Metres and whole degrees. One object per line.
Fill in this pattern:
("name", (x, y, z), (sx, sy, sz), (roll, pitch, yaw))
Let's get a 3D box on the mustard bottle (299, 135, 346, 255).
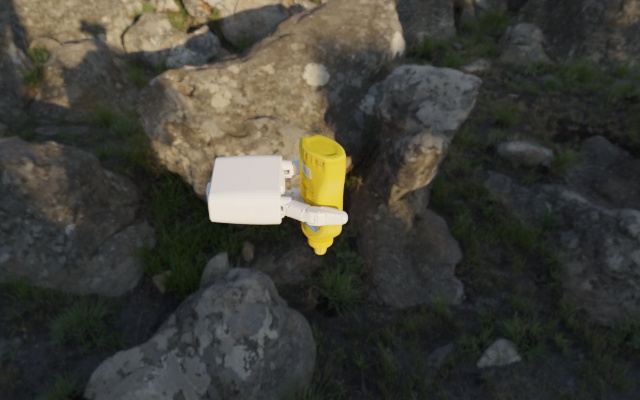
("mustard bottle", (0.000, 0.002, 0.743), (0.058, 0.192, 0.096), (-14, 33, -24))
